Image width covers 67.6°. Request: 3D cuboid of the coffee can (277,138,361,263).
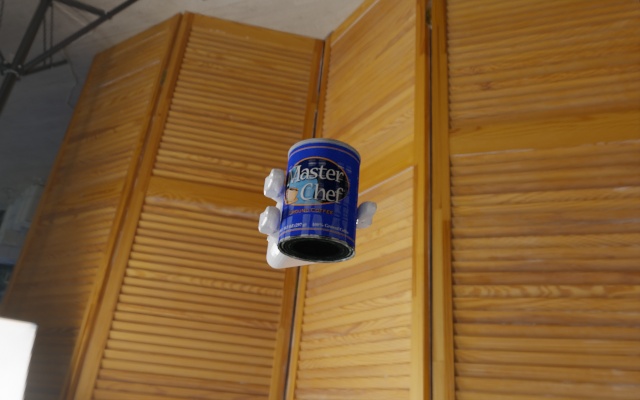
[{"bbox_3d":[0.000,0.002,0.644,0.103,0.140,0.103,4,-24,2],"label":"coffee can"}]
